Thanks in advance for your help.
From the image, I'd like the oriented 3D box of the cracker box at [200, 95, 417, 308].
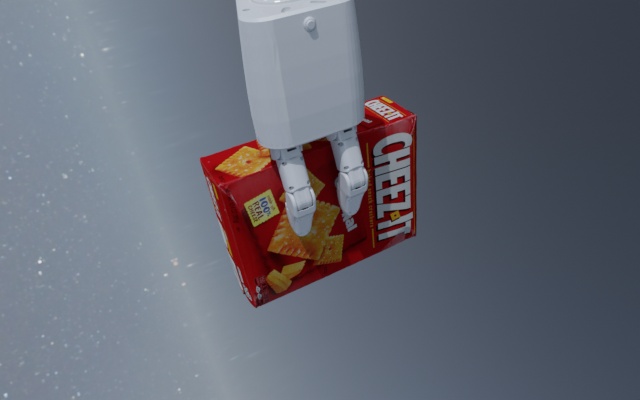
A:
[{"bbox_3d":[0.000,0.002,0.511,0.213,0.164,0.072,-21,38,-18],"label":"cracker box"}]
